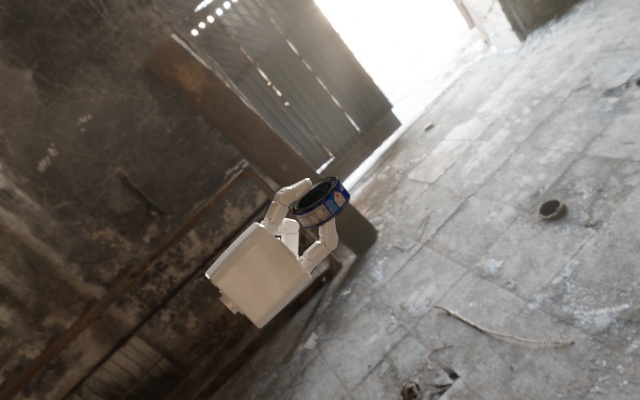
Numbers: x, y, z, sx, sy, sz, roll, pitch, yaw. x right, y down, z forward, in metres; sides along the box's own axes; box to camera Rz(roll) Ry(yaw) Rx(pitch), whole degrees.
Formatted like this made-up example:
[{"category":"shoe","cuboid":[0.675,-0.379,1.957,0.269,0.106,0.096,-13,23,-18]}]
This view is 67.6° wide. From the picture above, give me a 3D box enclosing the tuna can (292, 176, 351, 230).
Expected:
[{"category":"tuna can","cuboid":[0.000,0.002,0.706,0.086,0.034,0.086,-32,19,13]}]
